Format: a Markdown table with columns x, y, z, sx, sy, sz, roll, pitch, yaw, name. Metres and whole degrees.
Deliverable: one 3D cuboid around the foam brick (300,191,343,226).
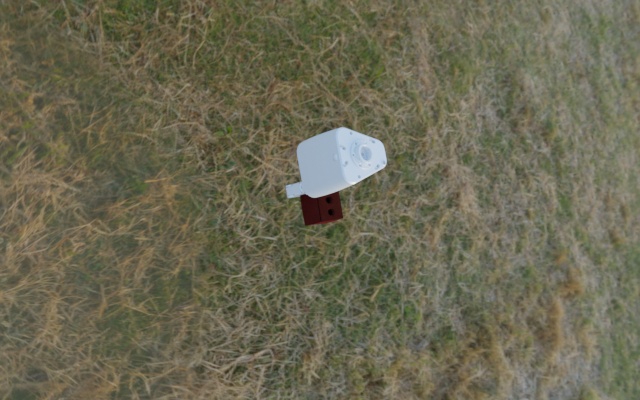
| x | y | z | sx | sy | sz | roll | pitch | yaw | name |
| --- | --- | --- | --- | --- | --- | --- | --- | --- | --- |
| 0.000 | 0.003 | 0.863 | 0.053 | 0.078 | 0.051 | -7 | -5 | -40 | foam brick |
